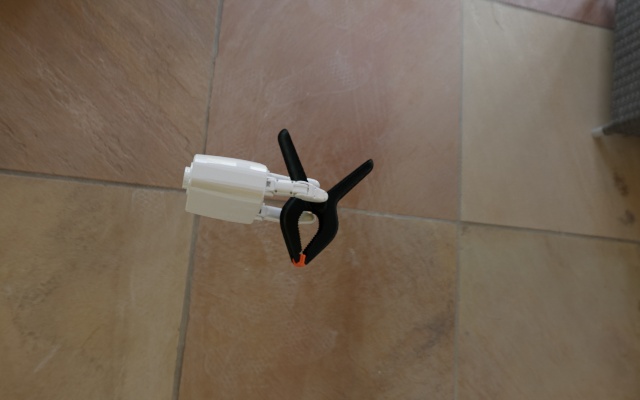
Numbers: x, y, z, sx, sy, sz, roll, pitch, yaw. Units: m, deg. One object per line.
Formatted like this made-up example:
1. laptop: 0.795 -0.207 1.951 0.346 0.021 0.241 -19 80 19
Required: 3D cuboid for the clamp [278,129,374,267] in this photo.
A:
1. clamp: 0.000 0.003 0.751 0.164 0.210 0.036 10 -11 -16
